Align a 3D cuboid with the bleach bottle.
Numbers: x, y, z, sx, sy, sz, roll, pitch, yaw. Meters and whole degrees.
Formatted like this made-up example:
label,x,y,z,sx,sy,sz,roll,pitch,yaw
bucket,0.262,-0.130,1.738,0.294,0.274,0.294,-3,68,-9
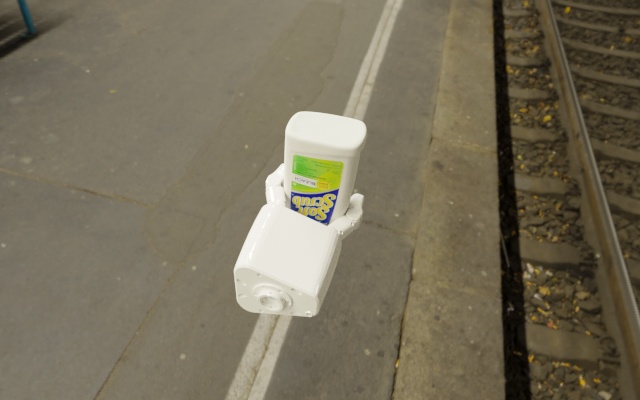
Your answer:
label,x,y,z,sx,sy,sz,roll,pitch,yaw
bleach bottle,0.000,0.002,0.667,0.102,0.251,0.068,12,43,9
